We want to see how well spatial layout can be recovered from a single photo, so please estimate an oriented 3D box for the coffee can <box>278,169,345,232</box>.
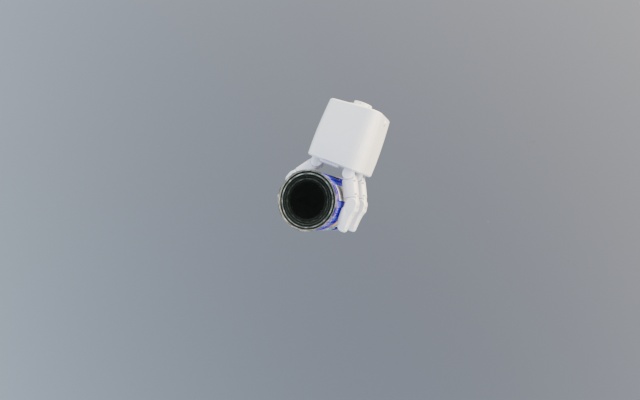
[{"bbox_3d":[0.000,0.003,0.842,0.103,0.103,0.140,0,-2,19],"label":"coffee can"}]
